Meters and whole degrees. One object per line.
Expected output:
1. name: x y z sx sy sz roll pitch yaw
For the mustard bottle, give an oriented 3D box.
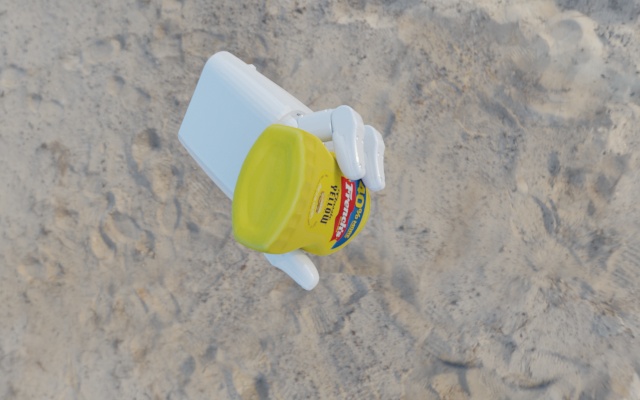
1. mustard bottle: 0.000 0.002 0.430 0.058 0.096 0.191 16 0 26
